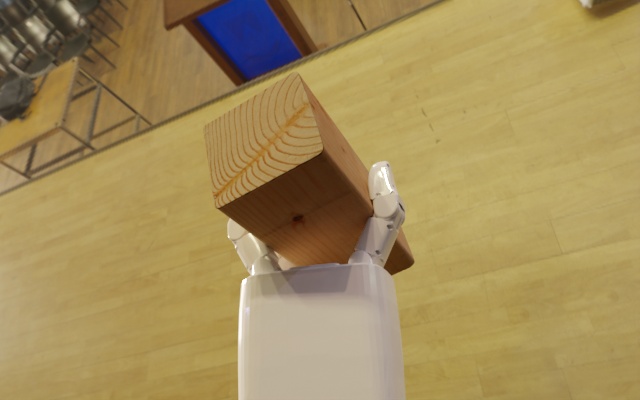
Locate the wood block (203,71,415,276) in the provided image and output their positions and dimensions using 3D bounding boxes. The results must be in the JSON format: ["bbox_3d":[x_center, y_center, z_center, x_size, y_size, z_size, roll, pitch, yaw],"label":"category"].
[{"bbox_3d":[0.000,0.002,0.425,0.091,0.090,0.206,-27,-38,13],"label":"wood block"}]
